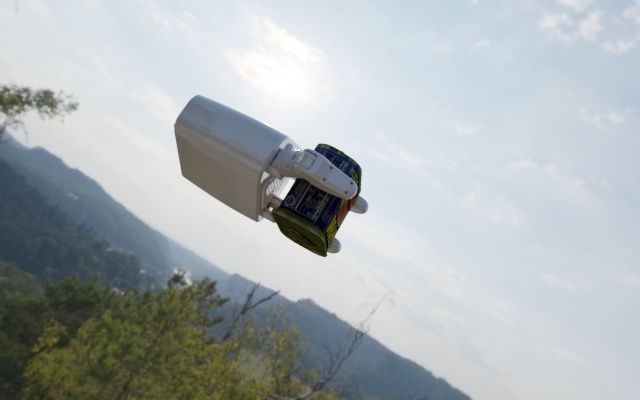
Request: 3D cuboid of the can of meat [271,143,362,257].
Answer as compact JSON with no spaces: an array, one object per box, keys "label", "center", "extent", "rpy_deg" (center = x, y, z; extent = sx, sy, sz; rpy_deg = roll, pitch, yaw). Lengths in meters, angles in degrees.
[{"label":"can of meat","center":[0.000,0.001,0.484],"extent":[0.057,0.084,0.102],"rpy_deg":[27,-15,11]}]
